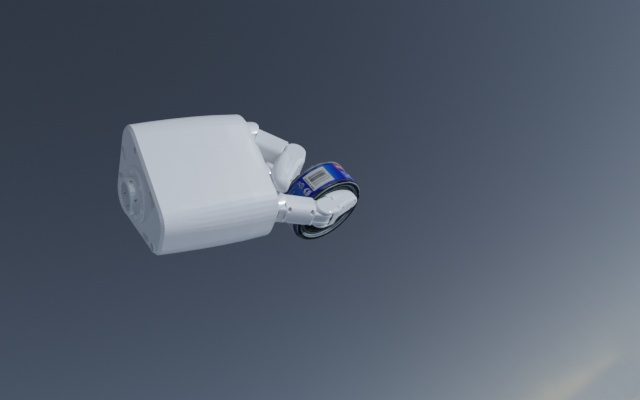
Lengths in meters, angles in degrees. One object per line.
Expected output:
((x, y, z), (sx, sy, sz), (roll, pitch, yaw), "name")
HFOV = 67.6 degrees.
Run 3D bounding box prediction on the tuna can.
((0.000, 0.002, 0.513), (0.086, 0.086, 0.033), (0, 40, -49), "tuna can")
